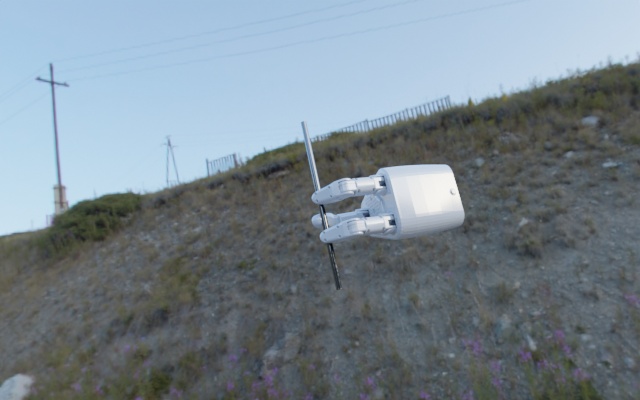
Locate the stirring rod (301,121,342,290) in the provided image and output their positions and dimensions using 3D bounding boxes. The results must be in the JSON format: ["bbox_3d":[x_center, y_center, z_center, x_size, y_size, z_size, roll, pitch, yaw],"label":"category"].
[{"bbox_3d":[0.000,0.002,0.653,0.011,0.239,0.011,-11,-14,-3],"label":"stirring rod"}]
